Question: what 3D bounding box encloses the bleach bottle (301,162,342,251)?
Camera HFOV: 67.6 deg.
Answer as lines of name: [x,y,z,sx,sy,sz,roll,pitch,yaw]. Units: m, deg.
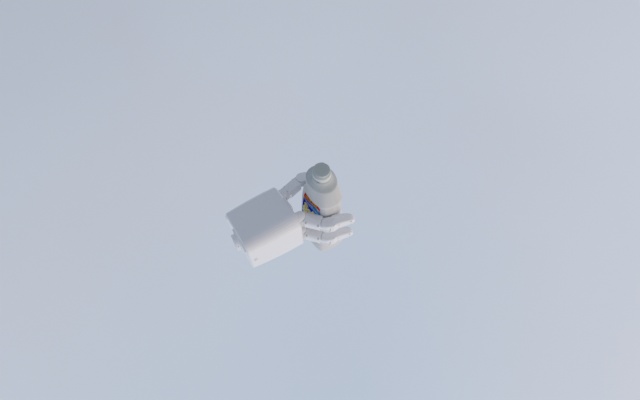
bleach bottle: [0.000,0.003,0.893,0.068,0.102,0.251,-28,-26,-13]
